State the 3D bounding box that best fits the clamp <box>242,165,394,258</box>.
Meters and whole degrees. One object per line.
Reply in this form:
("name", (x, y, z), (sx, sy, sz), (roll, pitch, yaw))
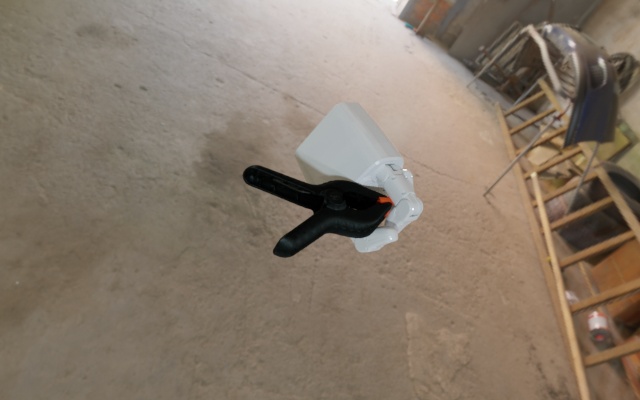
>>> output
("clamp", (0.001, 0.001, 0.519), (0.171, 0.120, 0.039), (-5, -37, -39))
